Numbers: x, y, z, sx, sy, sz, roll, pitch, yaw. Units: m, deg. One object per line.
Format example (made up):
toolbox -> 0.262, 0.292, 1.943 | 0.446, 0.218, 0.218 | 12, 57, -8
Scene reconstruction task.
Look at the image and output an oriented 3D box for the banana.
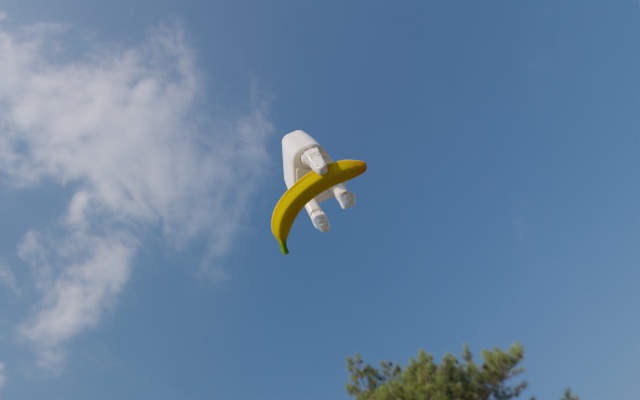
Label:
banana -> -0.015, -0.007, 0.760 | 0.070, 0.198, 0.037 | 42, 4, -23
